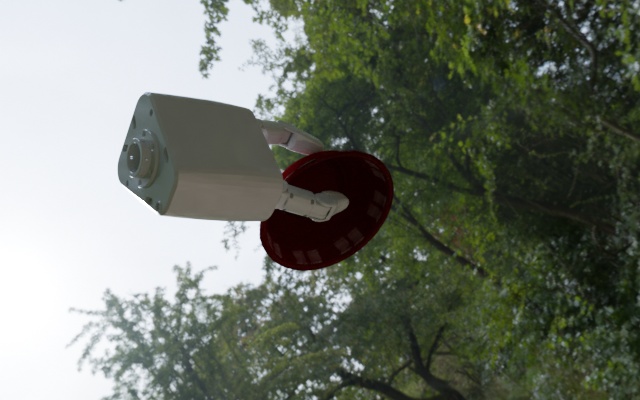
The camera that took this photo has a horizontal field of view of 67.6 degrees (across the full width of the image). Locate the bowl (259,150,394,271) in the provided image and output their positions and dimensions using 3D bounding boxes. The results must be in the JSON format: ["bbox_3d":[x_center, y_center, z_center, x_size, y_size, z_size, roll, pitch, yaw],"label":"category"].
[{"bbox_3d":[0.001,0.002,0.541,0.162,0.162,0.055,0,35,-30],"label":"bowl"}]
